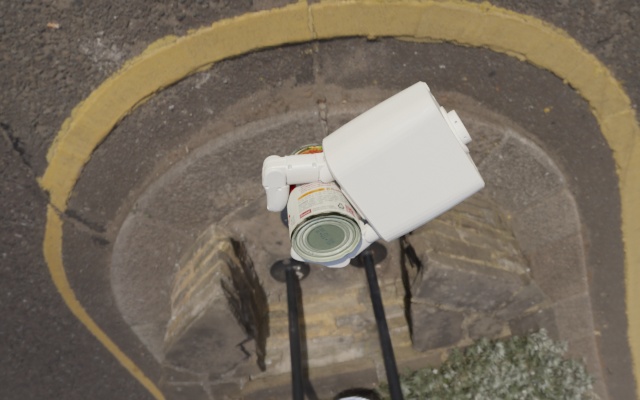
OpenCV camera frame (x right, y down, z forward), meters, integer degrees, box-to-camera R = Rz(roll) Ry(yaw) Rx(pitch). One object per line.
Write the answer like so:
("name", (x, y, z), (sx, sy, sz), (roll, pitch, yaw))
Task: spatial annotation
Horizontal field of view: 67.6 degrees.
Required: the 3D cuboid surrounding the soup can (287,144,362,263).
("soup can", (0.000, 0.002, 0.471), (0.068, 0.069, 0.102), (0, 44, -9))
